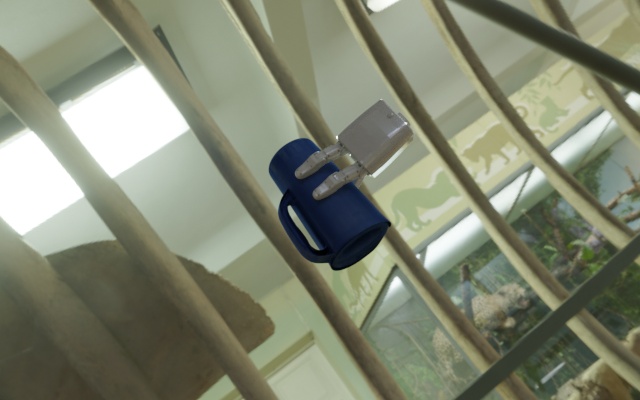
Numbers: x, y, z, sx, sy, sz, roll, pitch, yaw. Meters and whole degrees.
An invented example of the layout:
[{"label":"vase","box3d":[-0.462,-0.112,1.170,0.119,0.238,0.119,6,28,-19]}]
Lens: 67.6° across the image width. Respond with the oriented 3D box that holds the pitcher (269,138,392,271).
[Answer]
[{"label":"pitcher","box3d":[0.000,0.003,0.879,0.145,0.242,0.149,-43,-24,8]}]
